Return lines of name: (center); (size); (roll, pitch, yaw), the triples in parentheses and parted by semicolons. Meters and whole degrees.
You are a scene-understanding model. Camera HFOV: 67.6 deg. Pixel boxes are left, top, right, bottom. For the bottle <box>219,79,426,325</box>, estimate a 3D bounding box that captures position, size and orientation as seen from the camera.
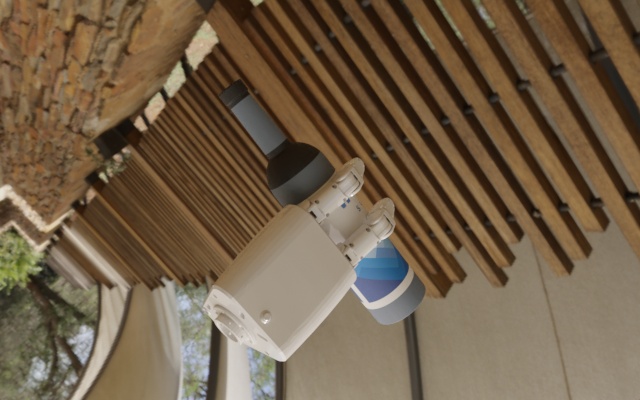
bottle: (0.000, 0.002, 0.499); (0.069, 0.296, 0.069); (-36, 13, 10)
